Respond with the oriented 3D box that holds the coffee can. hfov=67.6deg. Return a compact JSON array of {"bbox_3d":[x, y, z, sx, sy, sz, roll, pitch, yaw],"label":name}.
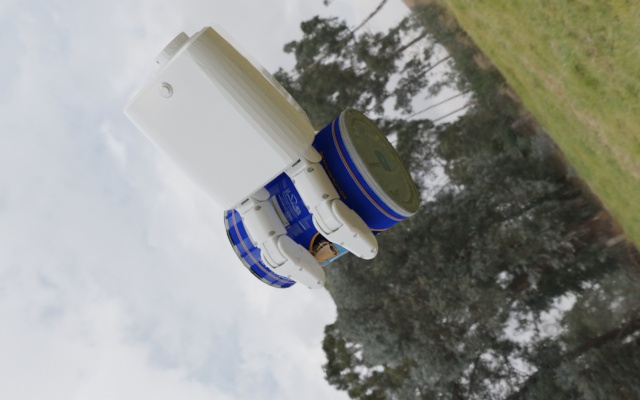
[{"bbox_3d":[0.000,0.001,0.422,0.140,0.102,0.103,-34,-16,24],"label":"coffee can"}]
